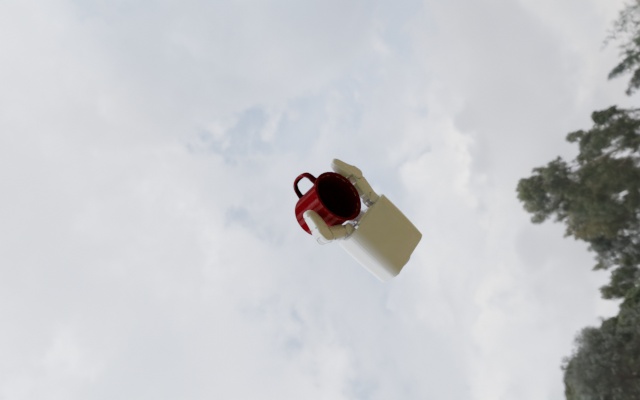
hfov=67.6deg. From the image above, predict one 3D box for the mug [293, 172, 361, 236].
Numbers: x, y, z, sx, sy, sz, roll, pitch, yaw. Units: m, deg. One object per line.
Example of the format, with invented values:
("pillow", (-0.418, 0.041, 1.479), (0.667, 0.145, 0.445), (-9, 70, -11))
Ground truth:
("mug", (-0.001, 0.002, 0.812), (0.081, 0.117, 0.093), (-41, 8, 44))
